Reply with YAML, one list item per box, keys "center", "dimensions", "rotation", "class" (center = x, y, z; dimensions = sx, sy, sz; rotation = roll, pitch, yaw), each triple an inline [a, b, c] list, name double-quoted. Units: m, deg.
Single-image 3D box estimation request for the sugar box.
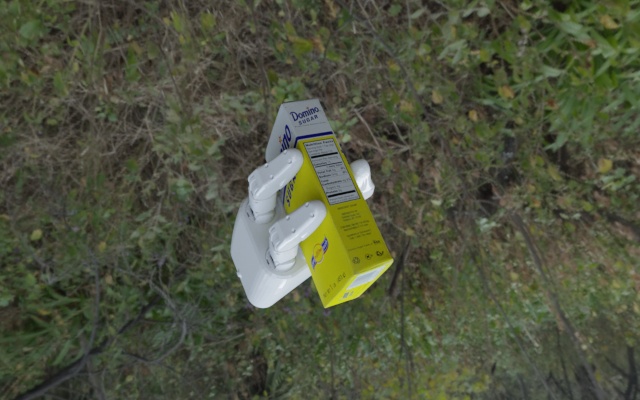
- center: [0.000, 0.002, 0.451]
  dimensions: [0.048, 0.176, 0.093]
  rotation: [-15, -24, -26]
  class: "sugar box"
